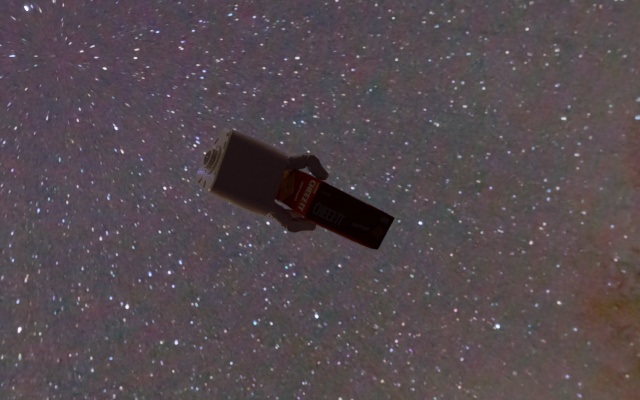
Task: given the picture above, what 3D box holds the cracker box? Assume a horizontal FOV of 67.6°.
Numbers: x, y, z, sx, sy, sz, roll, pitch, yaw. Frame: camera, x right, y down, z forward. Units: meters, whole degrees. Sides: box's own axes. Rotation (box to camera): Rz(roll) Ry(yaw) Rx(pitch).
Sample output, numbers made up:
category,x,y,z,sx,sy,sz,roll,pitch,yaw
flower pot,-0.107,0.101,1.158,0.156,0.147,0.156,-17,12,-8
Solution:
category,x,y,z,sx,sy,sz,roll,pitch,yaw
cracker box,0.000,0.003,0.849,0.164,0.072,0.213,25,2,-32
